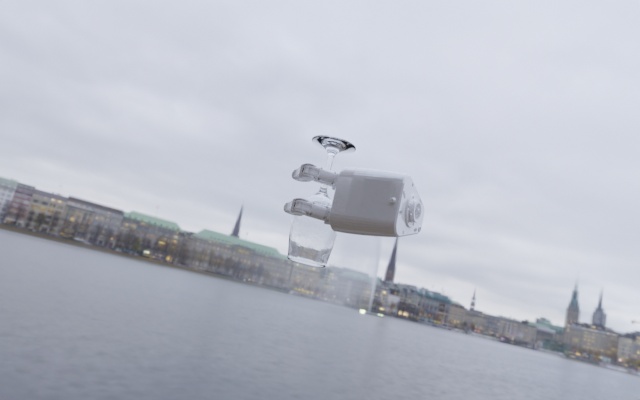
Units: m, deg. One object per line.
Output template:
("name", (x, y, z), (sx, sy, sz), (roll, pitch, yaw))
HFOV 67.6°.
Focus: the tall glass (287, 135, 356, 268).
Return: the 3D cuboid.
("tall glass", (0.000, 0.002, 0.763), (0.079, 0.201, 0.079), (13, -11, 3))
